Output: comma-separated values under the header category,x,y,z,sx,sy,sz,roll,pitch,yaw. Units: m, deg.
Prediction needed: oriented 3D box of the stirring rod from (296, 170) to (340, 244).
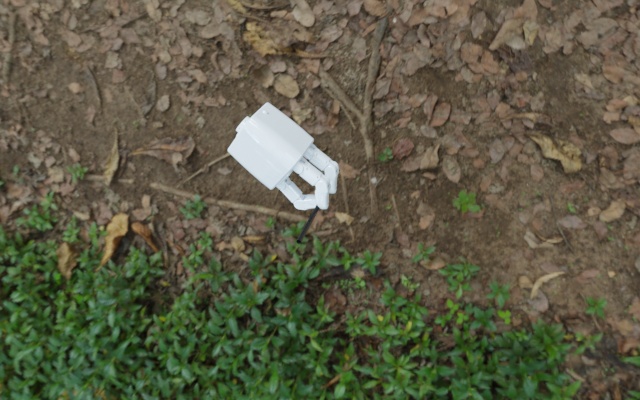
category,x,y,z,sx,sy,sz,roll,pitch,yaw
stirring rod,0.000,0.003,0.840,0.011,0.011,0.239,0,31,19
